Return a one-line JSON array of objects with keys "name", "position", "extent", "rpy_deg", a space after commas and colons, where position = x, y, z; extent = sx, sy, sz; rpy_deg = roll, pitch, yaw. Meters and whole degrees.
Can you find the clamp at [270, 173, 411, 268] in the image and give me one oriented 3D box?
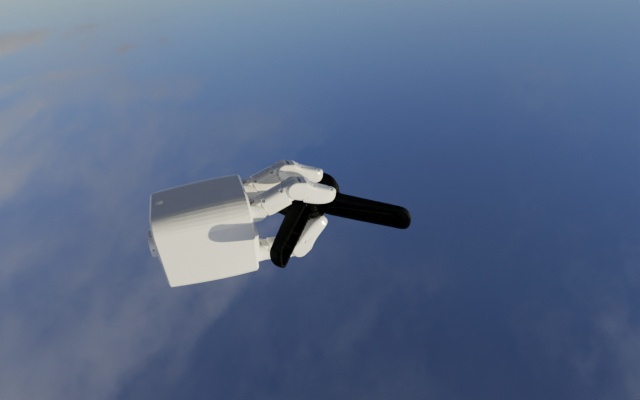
[{"name": "clamp", "position": [0.000, 0.002, 0.585], "extent": [0.164, 0.036, 0.210], "rpy_deg": [-11, 29, -13]}]
